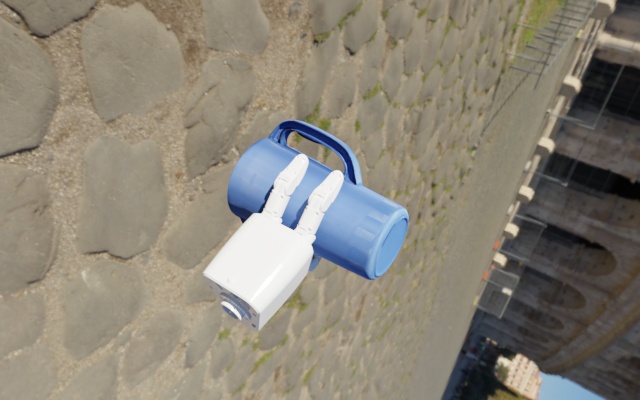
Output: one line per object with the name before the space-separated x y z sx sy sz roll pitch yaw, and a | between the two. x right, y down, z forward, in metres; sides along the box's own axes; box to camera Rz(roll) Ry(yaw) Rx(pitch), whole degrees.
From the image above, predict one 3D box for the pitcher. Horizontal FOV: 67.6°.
pitcher | 0.000 0.002 0.679 0.243 0.145 0.149 26 -31 24
